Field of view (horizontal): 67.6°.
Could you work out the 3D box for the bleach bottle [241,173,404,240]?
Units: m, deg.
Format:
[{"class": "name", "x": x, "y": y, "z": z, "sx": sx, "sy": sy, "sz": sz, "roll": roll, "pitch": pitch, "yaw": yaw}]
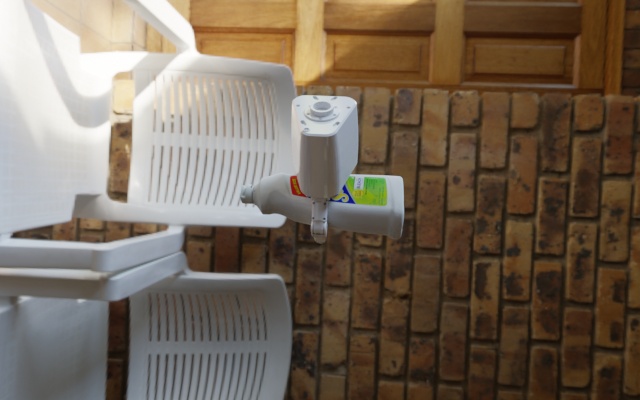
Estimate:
[{"class": "bleach bottle", "x": 0.000, "y": 0.002, "z": 0.743, "sx": 0.251, "sy": 0.068, "sz": 0.102, "roll": 3, "pitch": 43, "yaw": 5}]
